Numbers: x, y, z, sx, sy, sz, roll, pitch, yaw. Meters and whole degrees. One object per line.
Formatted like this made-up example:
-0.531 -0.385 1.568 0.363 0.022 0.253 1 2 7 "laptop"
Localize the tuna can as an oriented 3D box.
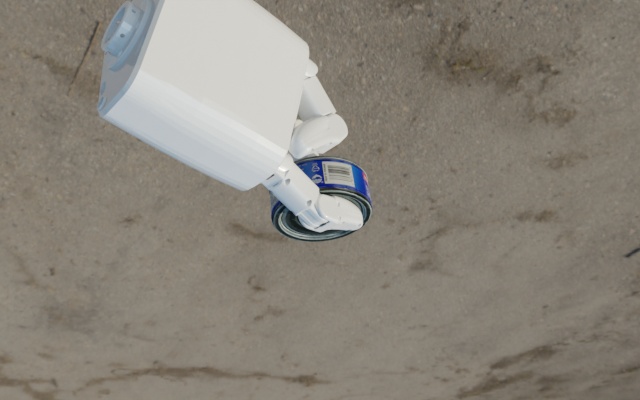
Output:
0.000 0.002 0.403 0.086 0.033 0.086 -5 -32 -3 "tuna can"
